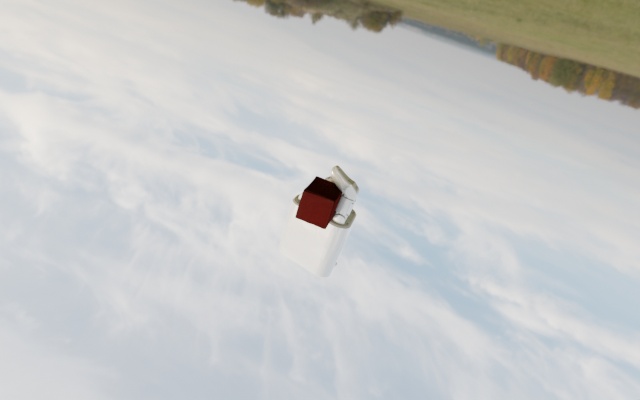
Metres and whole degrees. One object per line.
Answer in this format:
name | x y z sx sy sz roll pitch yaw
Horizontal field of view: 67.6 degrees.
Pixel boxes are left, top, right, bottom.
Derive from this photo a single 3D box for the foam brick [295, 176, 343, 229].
foam brick | 0.000 0.002 0.758 0.053 0.051 0.078 22 22 7
